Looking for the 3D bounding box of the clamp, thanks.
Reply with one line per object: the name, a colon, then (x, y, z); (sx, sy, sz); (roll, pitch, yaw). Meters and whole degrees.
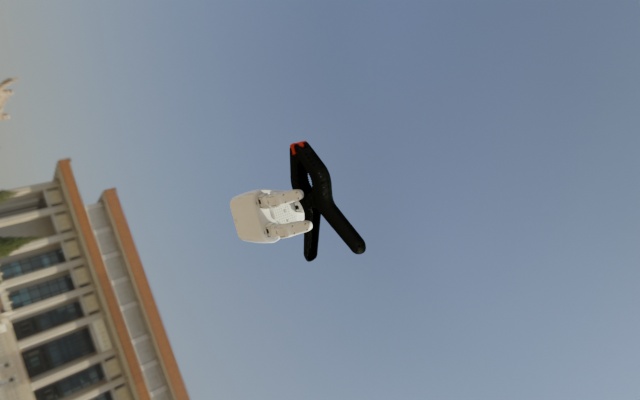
clamp: (0.001, 0.002, 0.789); (0.036, 0.210, 0.164); (-17, 6, -35)
